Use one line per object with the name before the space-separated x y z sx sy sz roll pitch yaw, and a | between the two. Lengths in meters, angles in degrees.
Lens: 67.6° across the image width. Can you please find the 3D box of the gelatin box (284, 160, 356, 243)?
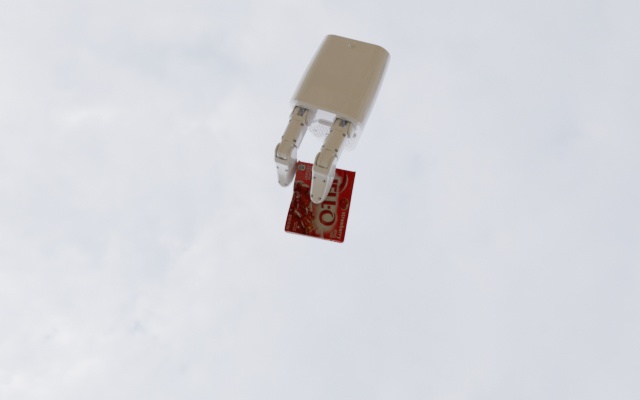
gelatin box | 0.000 0.002 0.580 0.073 0.089 0.030 11 -8 1
